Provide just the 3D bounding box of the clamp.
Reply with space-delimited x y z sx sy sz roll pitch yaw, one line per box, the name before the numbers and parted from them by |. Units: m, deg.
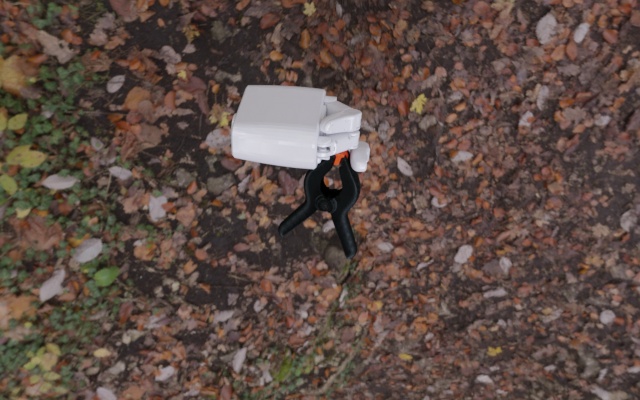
clamp | 0.000 0.002 0.672 0.120 0.171 0.039 7 28 4
